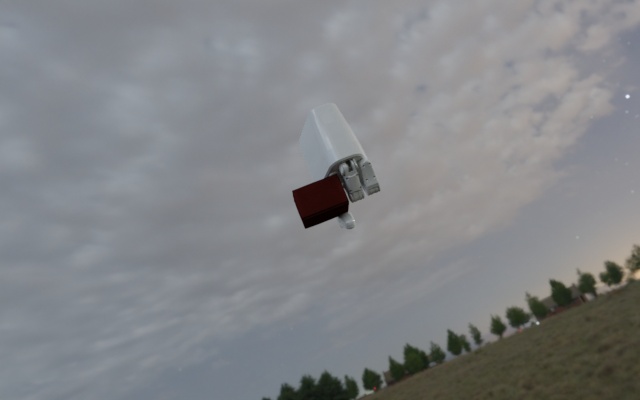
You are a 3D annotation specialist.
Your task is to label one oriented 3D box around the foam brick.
[{"bbox_3d":[0.000,0.003,0.748,0.078,0.051,0.053,-21,-19,-6],"label":"foam brick"}]
